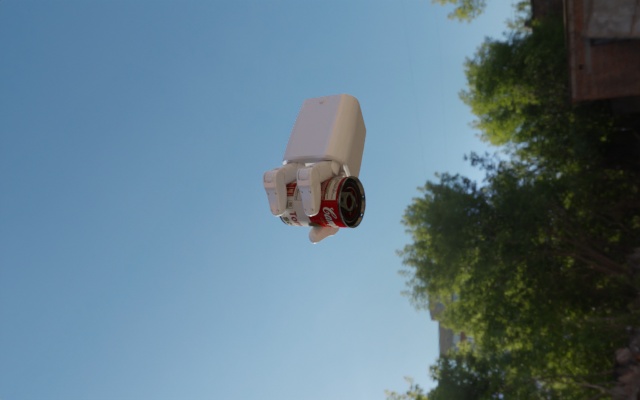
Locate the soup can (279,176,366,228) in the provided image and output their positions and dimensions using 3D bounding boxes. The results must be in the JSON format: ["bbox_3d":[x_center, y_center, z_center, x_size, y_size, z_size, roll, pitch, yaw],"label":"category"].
[{"bbox_3d":[0.000,0.003,0.642,0.102,0.068,0.068,0,0,33],"label":"soup can"}]
